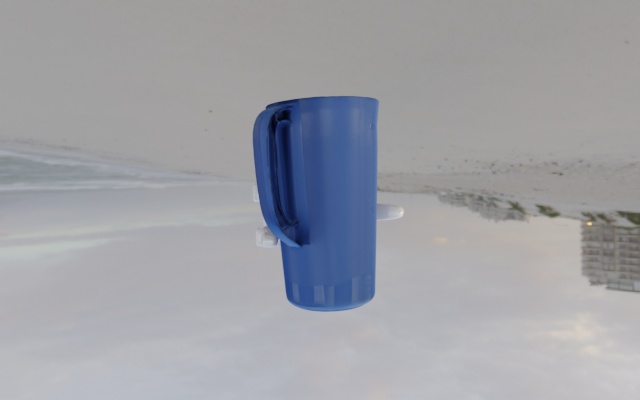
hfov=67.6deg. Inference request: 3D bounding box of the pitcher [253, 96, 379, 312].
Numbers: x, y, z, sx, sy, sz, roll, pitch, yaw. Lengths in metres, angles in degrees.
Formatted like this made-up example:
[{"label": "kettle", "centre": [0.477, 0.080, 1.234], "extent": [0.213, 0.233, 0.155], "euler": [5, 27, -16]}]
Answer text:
[{"label": "pitcher", "centre": [0.000, 0.002, 0.561], "extent": [0.149, 0.243, 0.145], "euler": [-3, 3, -7]}]
